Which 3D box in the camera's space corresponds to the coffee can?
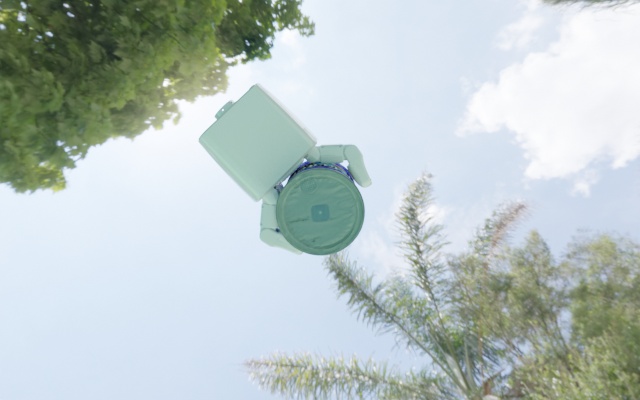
[{"bbox_3d":[0.000,0.002,0.613,0.103,0.103,0.140,0,10,0],"label":"coffee can"}]
